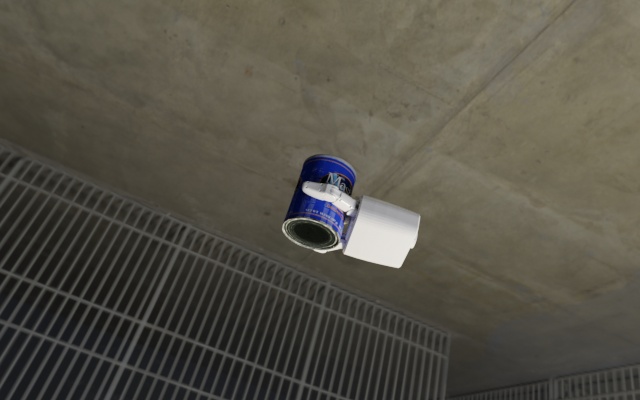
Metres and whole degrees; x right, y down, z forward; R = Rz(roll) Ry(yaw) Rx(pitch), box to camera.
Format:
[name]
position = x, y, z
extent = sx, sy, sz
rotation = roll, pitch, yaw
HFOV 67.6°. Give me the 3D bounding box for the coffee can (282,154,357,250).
[coffee can]
position = 0.000, 0.003, 0.851
extent = 0.103, 0.140, 0.103
rotation = 12, -33, 8
